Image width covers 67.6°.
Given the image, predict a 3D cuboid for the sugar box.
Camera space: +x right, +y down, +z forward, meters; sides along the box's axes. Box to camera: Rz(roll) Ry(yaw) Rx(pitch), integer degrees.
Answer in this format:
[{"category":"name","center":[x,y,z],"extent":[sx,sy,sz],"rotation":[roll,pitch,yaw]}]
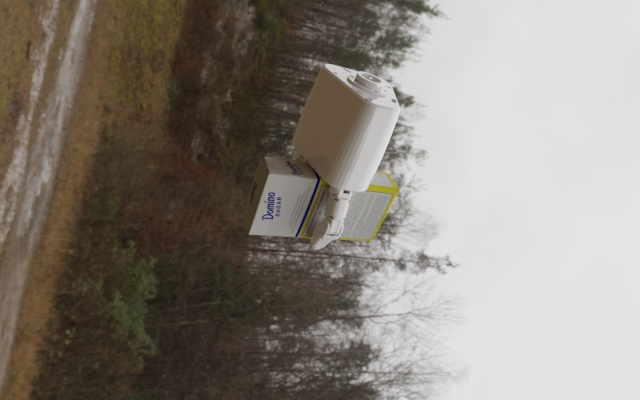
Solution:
[{"category":"sugar box","center":[0.000,0.002,0.599],"extent":[0.176,0.093,0.048],"rotation":[8,34,-24]}]
